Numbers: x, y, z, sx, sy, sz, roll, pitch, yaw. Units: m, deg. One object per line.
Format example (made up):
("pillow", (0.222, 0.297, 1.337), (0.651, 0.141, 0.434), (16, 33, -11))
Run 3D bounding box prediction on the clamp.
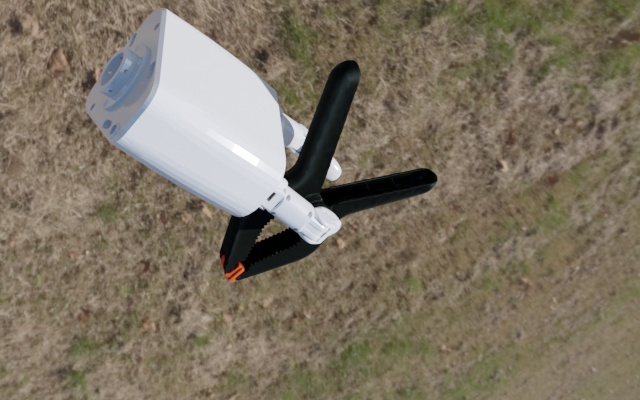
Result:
("clamp", (0.000, 0.002, 0.422), (0.165, 0.210, 0.036), (34, 18, -40))
